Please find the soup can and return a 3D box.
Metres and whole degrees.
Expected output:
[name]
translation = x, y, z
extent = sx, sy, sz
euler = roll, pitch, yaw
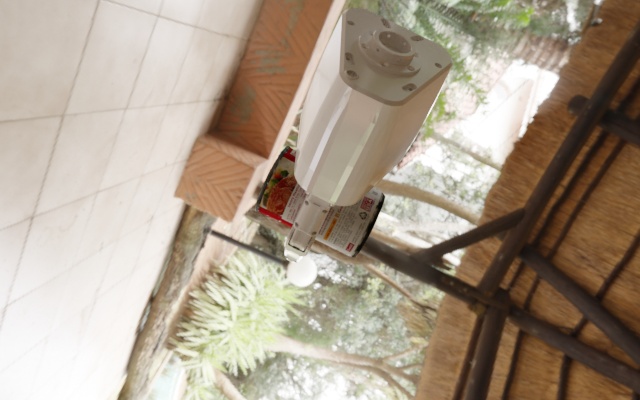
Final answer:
[soup can]
translation = 0.000, 0.002, 0.443
extent = 0.102, 0.068, 0.068
euler = 26, 0, 1
